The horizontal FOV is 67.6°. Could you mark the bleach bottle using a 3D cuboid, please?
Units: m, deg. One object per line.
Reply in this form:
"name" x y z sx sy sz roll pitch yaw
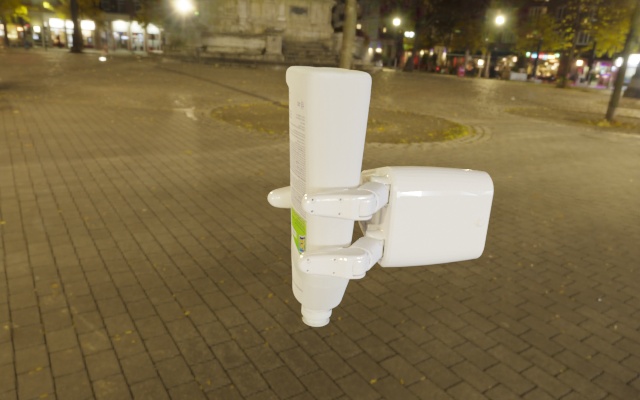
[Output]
"bleach bottle" 0.000 0.002 0.466 0.068 0.251 0.102 -1 18 -14
